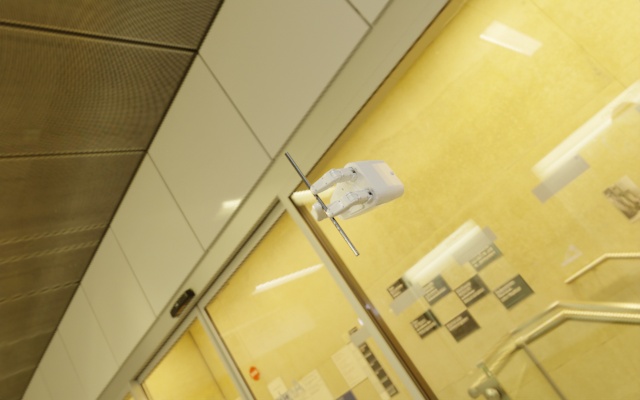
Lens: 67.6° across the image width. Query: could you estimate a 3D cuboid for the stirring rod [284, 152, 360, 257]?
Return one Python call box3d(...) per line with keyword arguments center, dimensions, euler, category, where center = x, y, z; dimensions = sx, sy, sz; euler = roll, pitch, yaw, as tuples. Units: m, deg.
box3d(center=(0.000, 0.003, 0.873), dimensions=(0.011, 0.239, 0.011), euler=(-31, -19, -12), category="stirring rod")
